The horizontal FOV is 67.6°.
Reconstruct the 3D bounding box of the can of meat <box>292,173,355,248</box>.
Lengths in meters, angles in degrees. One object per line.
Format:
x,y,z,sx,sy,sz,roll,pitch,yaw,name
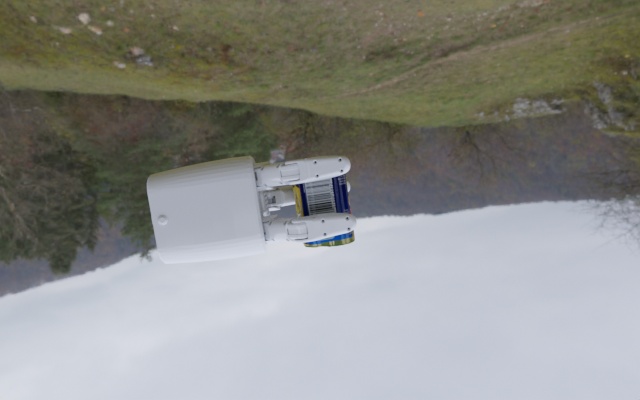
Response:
0.000,0.002,0.510,0.057,0.084,0.102,-8,4,-6,can of meat
